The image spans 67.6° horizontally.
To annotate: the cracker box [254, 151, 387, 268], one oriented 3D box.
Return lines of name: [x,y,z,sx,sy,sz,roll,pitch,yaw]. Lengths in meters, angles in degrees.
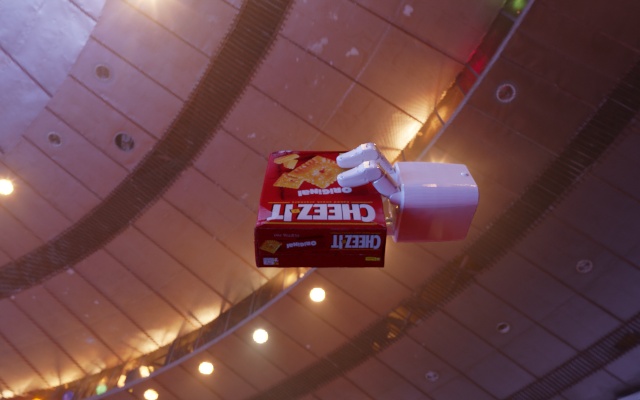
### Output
cracker box: [0.000,0.002,0.674,0.164,0.072,0.213,0,31,0]
